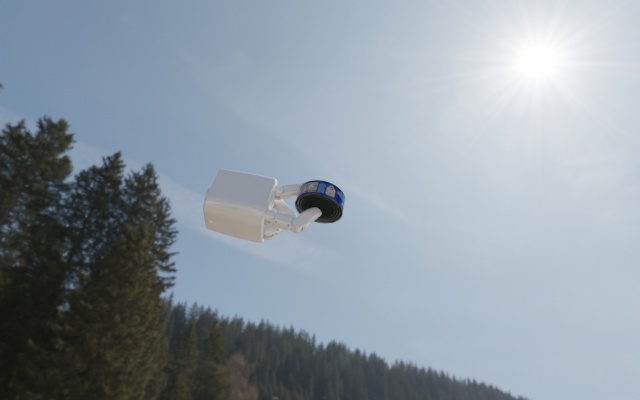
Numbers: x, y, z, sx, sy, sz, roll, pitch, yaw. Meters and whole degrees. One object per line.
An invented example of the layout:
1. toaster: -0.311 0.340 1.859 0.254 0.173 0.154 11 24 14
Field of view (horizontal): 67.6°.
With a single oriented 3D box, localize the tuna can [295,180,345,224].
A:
1. tuna can: 0.000 0.002 0.842 0.086 0.033 0.086 10 -36 7
